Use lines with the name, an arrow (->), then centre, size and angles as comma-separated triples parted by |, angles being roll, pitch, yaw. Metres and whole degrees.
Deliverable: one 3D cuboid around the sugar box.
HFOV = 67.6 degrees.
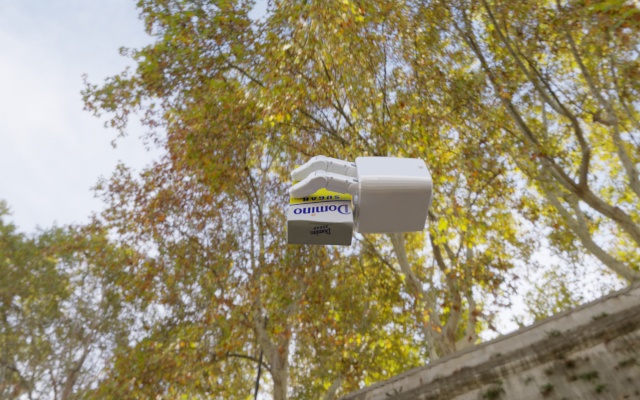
sugar box -> 0.000, 0.002, 0.728 | 0.093, 0.048, 0.176 | 2, 27, -1
